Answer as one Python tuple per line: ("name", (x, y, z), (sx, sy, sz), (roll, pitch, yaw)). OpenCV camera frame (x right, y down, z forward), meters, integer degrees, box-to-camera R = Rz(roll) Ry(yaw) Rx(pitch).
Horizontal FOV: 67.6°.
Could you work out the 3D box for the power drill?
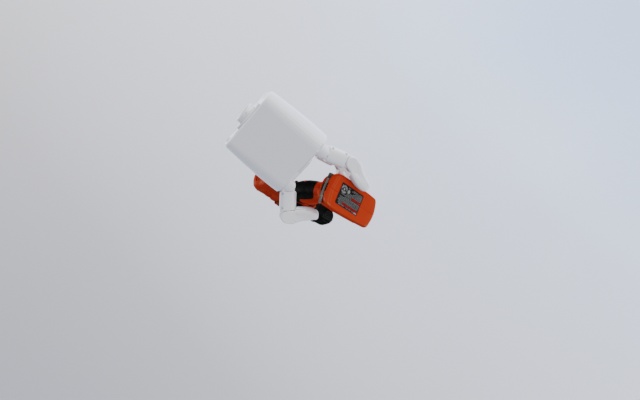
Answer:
("power drill", (0.000, 0.003, 0.809), (0.184, 0.057, 0.187), (30, -17, -38))
